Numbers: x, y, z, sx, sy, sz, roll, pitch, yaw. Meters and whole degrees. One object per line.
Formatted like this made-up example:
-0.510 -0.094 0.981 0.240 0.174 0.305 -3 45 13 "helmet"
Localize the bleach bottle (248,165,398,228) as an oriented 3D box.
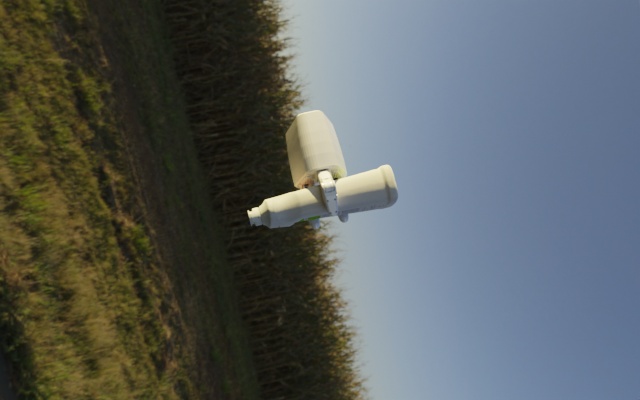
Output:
0.000 0.003 0.826 0.251 0.068 0.102 -12 -11 -5 "bleach bottle"
